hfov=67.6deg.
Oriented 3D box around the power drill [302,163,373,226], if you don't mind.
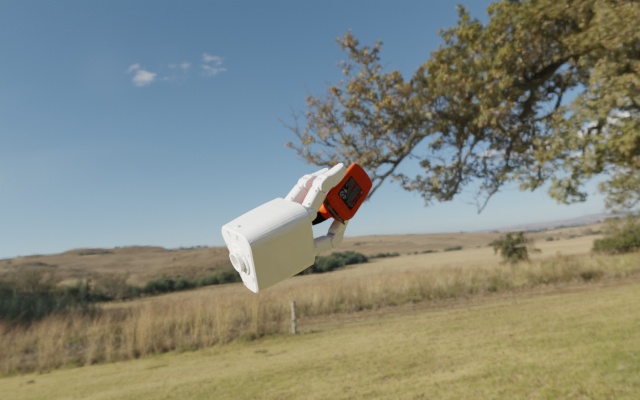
[{"bbox_3d":[0.000,0.003,0.829,0.188,0.057,0.184,-27,21,45],"label":"power drill"}]
